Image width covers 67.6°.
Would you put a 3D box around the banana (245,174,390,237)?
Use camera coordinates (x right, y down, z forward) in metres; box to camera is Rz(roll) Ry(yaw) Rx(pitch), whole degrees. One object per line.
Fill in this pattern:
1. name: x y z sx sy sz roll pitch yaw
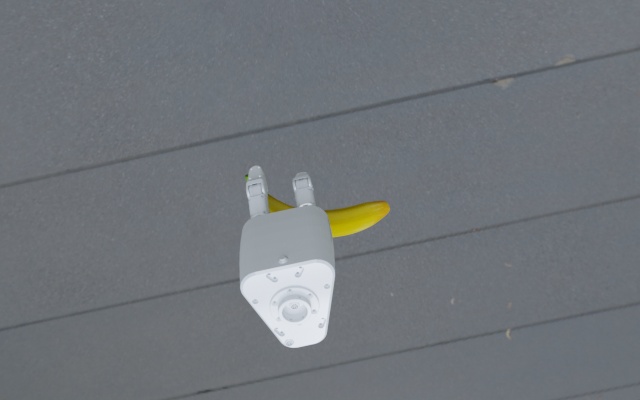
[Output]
1. banana: -0.008 0.018 0.633 0.198 0.070 0.037 11 23 -10
